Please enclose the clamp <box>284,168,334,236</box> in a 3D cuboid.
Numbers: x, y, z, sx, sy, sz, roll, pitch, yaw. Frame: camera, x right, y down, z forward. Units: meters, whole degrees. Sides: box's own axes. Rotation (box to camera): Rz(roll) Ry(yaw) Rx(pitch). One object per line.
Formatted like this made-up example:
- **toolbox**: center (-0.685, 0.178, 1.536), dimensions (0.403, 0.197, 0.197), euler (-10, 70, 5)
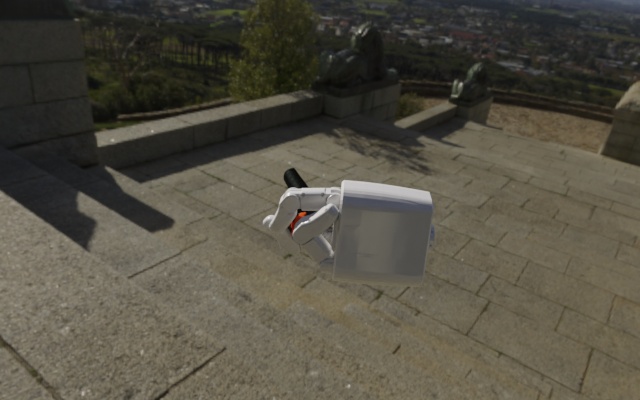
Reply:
- **clamp**: center (0.000, 0.002, 0.650), dimensions (0.120, 0.039, 0.171), euler (5, 27, 2)
